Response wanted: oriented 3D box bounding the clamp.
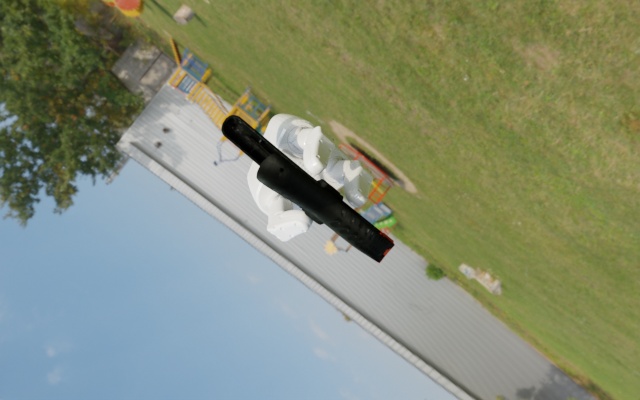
[{"bbox_3d":[0.000,0.002,0.447,0.210,0.036,0.164,39,4,-23],"label":"clamp"}]
